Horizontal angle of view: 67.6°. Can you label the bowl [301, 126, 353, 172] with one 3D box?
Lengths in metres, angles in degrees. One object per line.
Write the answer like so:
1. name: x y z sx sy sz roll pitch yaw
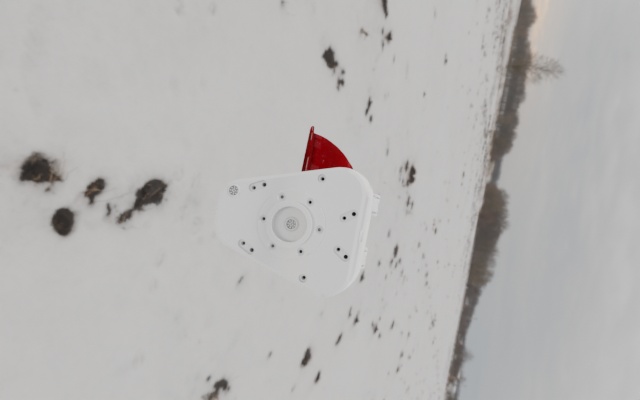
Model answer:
1. bowl: 0.000 0.001 0.535 0.055 0.162 0.162 11 -1 -4
